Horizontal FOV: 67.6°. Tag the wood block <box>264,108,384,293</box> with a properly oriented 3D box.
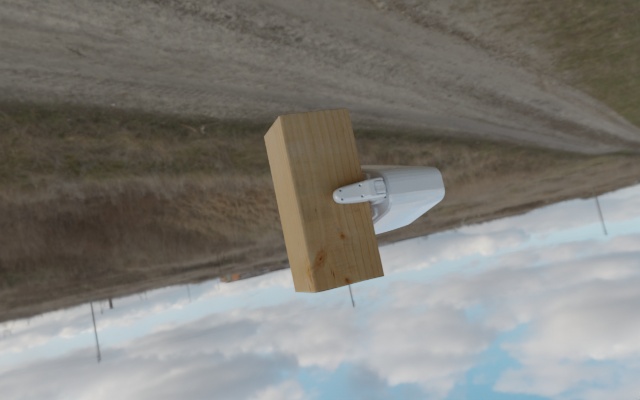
[{"bbox_3d":[0.001,0.002,0.590,0.090,0.206,0.091,-10,-6,-21],"label":"wood block"}]
